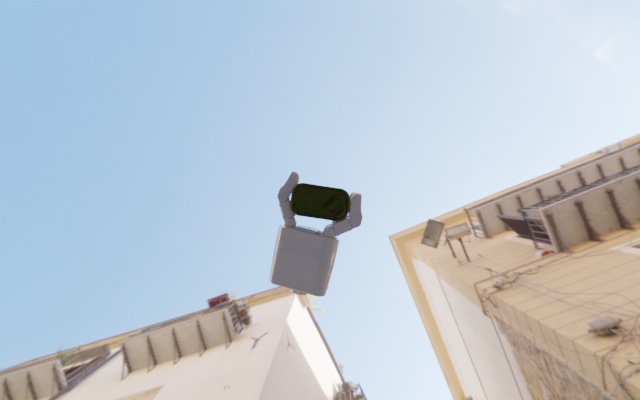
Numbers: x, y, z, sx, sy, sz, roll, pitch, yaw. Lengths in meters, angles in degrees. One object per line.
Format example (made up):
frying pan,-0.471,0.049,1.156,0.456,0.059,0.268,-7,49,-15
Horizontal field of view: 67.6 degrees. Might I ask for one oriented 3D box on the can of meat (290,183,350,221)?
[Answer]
can of meat,0.000,0.003,0.862,0.102,0.057,0.084,8,0,1
